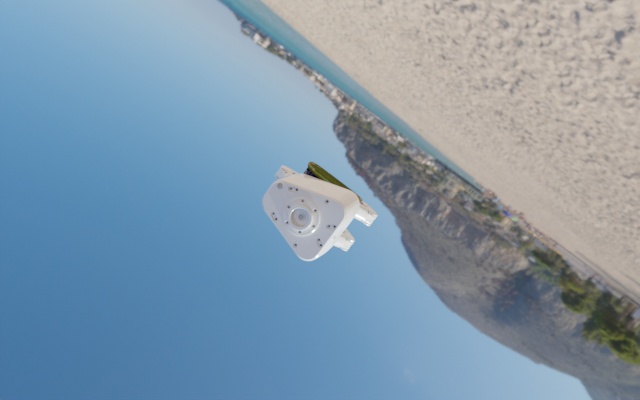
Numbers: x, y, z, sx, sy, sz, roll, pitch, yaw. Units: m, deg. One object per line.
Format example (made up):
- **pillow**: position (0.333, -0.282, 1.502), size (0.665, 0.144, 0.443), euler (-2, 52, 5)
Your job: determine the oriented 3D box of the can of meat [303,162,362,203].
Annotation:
- **can of meat**: position (0.000, 0.003, 0.755), size (0.102, 0.084, 0.057), euler (37, 12, 4)
